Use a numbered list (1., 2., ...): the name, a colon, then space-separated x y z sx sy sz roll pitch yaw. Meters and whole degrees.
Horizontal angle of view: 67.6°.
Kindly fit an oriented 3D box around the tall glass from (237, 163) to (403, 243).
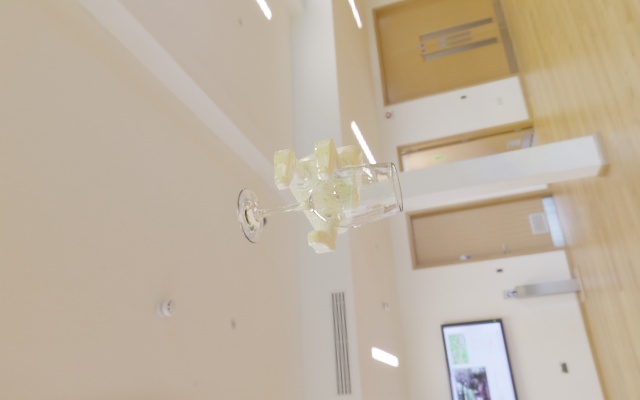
1. tall glass: -0.001 0.002 0.608 0.201 0.079 0.079 -11 -3 16
